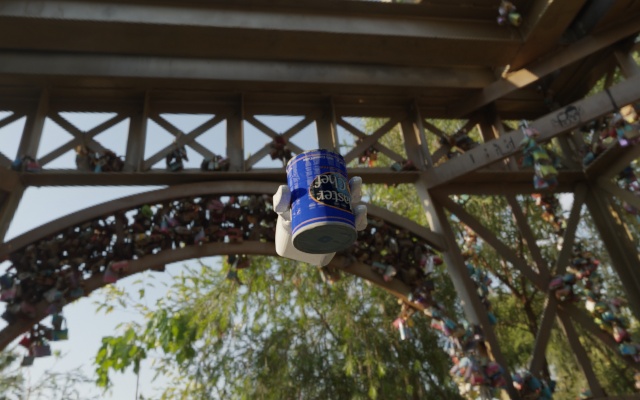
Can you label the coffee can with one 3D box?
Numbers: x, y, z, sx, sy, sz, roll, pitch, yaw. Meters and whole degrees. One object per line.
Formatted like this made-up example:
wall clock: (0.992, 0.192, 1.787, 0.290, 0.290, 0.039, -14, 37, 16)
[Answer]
coffee can: (0.000, 0.003, 0.775, 0.103, 0.140, 0.103, -5, -30, -3)
